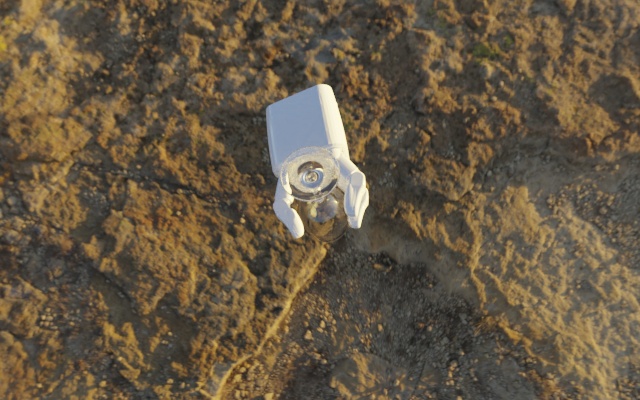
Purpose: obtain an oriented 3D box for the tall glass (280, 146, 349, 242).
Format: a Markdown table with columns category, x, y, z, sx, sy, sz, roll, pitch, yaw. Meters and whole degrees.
| category | x | y | z | sx | sy | sz | roll | pitch | yaw |
| --- | --- | --- | --- | --- | --- | --- | --- | --- | --- |
| tall glass | 0.000 | 0.002 | 0.674 | 0.079 | 0.079 | 0.201 | 0 | -22 | 8 |
